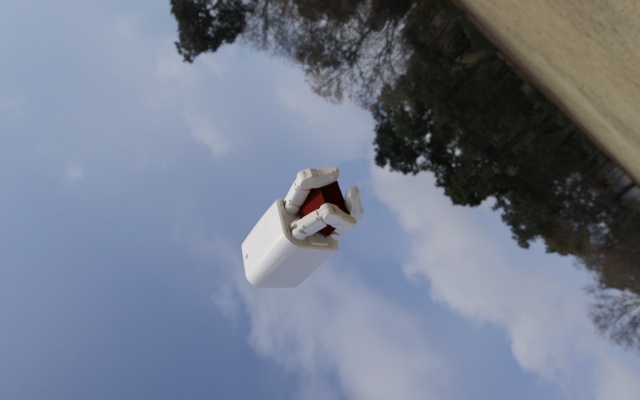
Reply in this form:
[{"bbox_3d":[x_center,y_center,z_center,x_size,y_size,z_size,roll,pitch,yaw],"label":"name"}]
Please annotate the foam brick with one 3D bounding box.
[{"bbox_3d":[0.000,0.002,0.709,0.053,0.078,0.051,25,-59,-34],"label":"foam brick"}]
